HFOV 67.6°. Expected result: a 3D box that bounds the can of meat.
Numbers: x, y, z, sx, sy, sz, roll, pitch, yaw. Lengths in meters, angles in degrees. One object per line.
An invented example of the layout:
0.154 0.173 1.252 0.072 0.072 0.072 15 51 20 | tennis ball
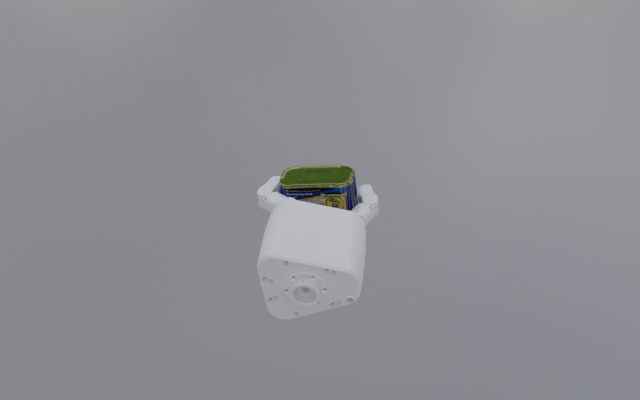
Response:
0.000 0.002 0.630 0.102 0.084 0.057 -1 32 12 | can of meat
